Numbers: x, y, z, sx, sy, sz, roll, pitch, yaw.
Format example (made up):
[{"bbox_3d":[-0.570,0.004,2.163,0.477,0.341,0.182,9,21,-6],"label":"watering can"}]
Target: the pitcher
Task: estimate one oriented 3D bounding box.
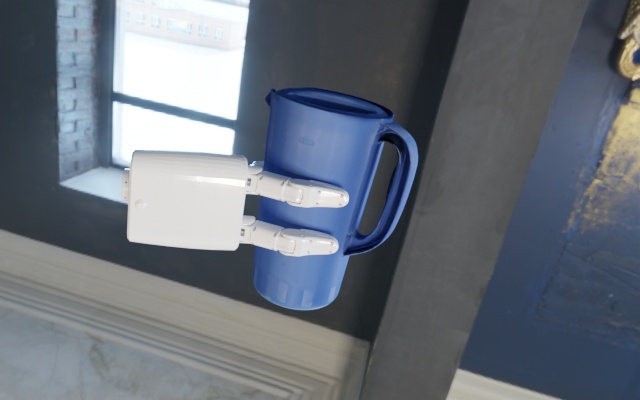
[{"bbox_3d":[0.000,0.002,0.542,0.145,0.243,0.149,4,22,-18],"label":"pitcher"}]
